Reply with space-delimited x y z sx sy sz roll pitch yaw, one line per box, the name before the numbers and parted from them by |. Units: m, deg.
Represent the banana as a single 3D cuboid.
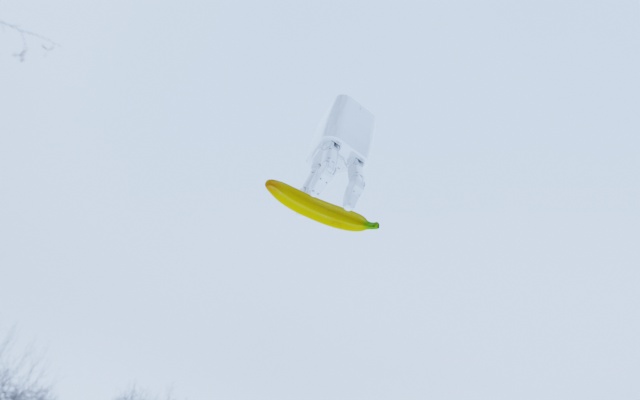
banana | -0.001 0.011 0.800 0.198 0.037 0.070 20 -27 -4
